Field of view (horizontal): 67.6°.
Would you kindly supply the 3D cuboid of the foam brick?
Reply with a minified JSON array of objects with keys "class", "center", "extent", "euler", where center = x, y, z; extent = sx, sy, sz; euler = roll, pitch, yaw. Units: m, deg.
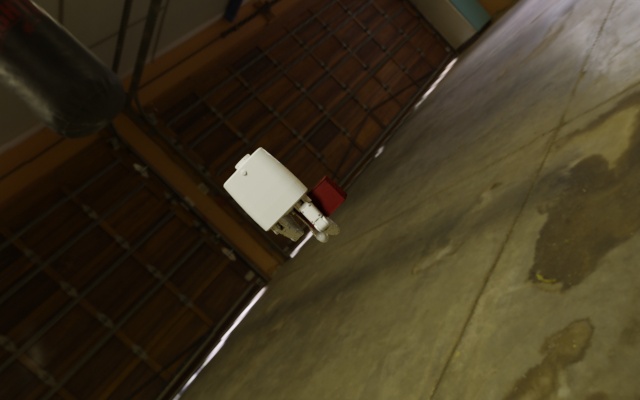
[{"class":"foam brick","center":[0.000,0.003,0.815],"extent":[0.078,0.051,0.053],"euler":[-45,4,10]}]
